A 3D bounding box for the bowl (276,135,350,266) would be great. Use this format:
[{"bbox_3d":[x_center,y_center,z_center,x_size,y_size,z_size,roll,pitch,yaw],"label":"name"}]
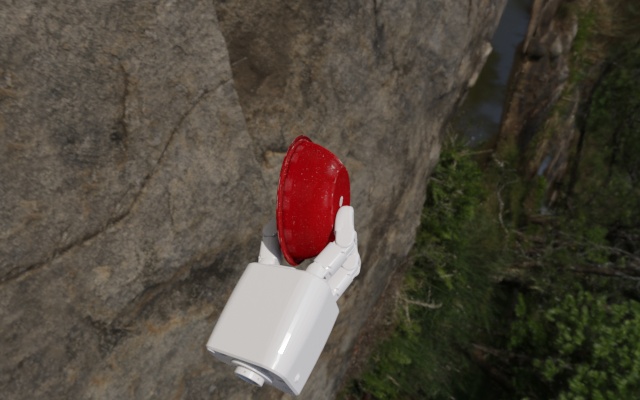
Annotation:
[{"bbox_3d":[0.001,0.001,0.585,0.055,0.162,0.162,4,1,16],"label":"bowl"}]
